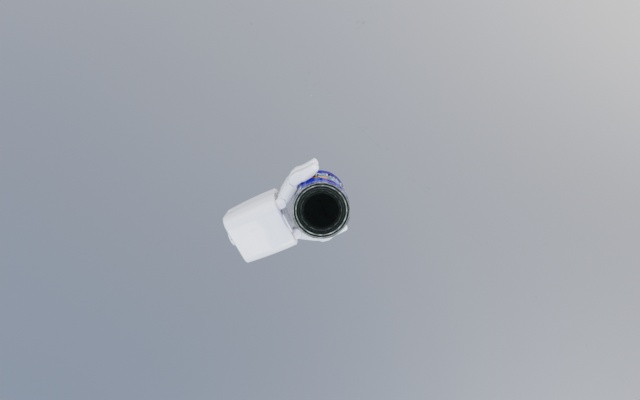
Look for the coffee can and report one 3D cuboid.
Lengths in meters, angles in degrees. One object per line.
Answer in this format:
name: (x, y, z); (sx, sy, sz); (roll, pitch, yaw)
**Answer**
coffee can: (0.000, 0.003, 0.895); (0.103, 0.103, 0.140); (0, 12, -1)
